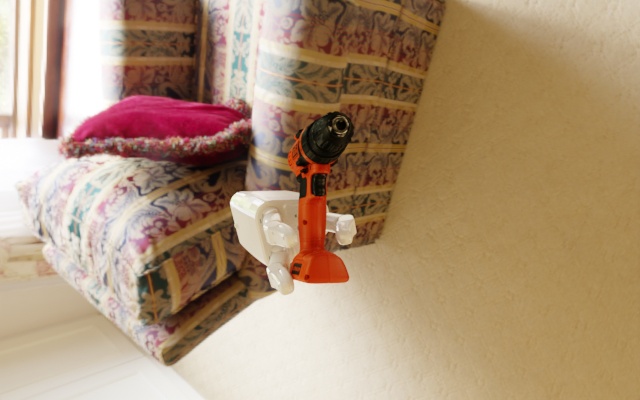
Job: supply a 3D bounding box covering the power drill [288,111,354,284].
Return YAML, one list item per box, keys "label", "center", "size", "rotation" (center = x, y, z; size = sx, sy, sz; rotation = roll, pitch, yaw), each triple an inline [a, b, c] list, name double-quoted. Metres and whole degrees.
- label: "power drill"
  center: [0.000, 0.002, 0.564]
  size: [0.057, 0.187, 0.184]
  rotation: [2, -7, -12]
